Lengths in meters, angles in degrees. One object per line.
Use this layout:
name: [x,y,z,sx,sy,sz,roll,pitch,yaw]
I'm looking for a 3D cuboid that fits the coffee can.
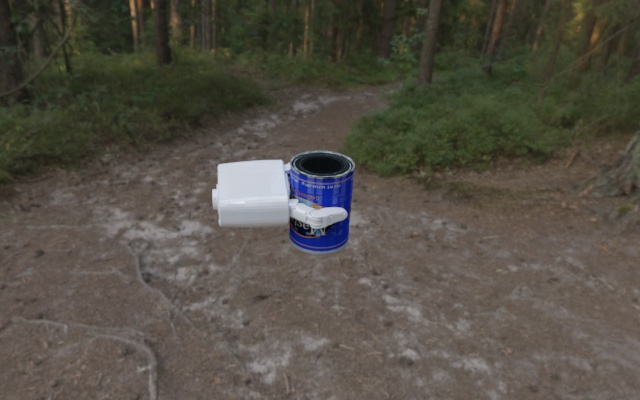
coffee can: [0.000,0.003,0.780,0.103,0.140,0.102,2,29,-1]
